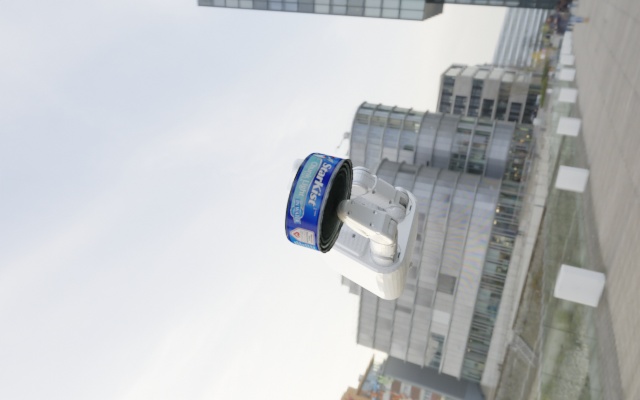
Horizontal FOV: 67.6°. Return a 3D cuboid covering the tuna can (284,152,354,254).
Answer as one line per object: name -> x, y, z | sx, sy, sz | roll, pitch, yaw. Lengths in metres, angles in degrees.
tuna can -> 0.000, 0.001, 0.421 | 0.034, 0.086, 0.086 | 15, 4, 16
